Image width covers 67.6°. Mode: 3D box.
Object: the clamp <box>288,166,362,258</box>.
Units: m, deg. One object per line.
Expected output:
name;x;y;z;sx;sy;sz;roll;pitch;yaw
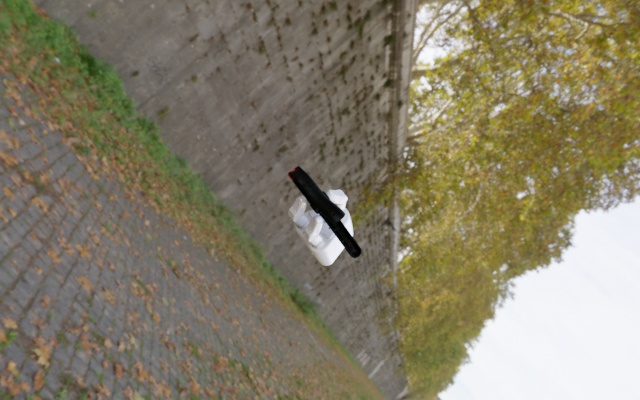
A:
clamp;0.001;0.002;0.893;0.036;0.210;0.165;-36;-27;-7
